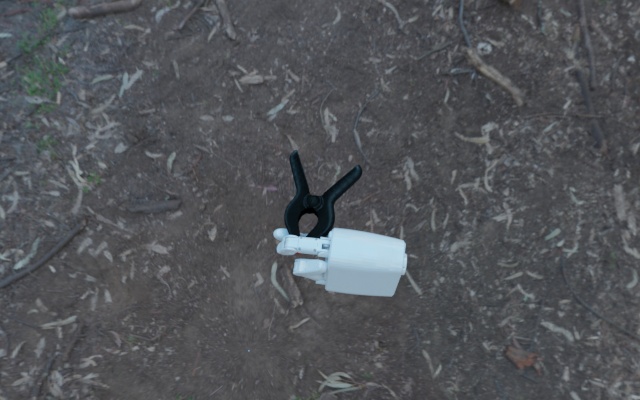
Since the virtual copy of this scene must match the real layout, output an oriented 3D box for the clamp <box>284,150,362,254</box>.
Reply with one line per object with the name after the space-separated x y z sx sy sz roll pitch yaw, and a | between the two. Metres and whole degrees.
0.000 0.002 0.753 0.120 0.171 0.039 4 -19 10 | clamp
